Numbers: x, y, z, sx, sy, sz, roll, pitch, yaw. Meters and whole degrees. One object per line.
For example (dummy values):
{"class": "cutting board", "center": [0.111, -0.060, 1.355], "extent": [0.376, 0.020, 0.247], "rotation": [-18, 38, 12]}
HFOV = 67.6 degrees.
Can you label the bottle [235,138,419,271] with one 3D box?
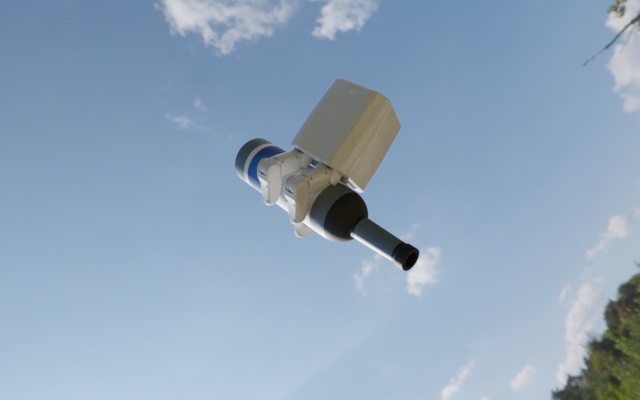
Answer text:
{"class": "bottle", "center": [0.000, 0.002, 0.595], "extent": [0.069, 0.069, 0.295], "rotation": [0, 24, -46]}
